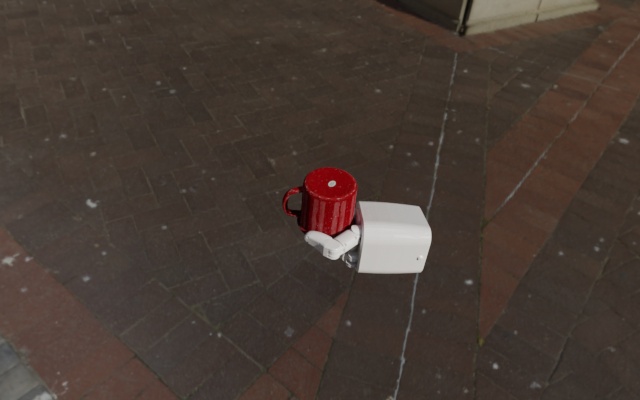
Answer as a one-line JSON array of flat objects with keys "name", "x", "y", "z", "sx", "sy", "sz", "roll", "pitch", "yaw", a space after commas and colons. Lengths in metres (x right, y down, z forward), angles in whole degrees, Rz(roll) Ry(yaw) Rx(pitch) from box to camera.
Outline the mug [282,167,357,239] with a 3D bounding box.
[{"name": "mug", "x": -0.001, "y": 0.002, "z": 0.732, "sx": 0.117, "sy": 0.082, "sz": 0.093, "roll": 3, "pitch": 41, "yaw": -3}]
